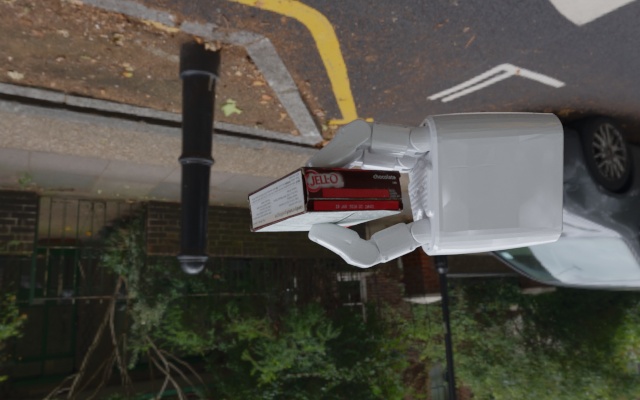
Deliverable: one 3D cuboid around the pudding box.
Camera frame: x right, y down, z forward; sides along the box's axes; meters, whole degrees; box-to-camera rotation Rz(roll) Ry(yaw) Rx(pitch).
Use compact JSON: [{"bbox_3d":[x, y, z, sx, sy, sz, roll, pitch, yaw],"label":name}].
[{"bbox_3d":[0.000,0.001,0.403,0.090,0.039,0.113,1,-13,-30],"label":"pudding box"}]
